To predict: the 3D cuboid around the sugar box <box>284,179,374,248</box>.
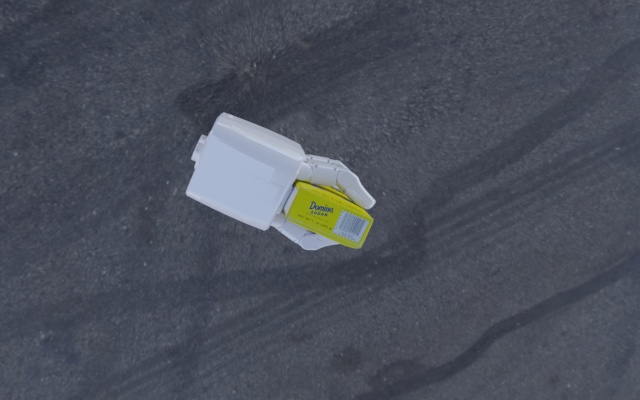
[{"bbox_3d":[0.000,0.001,0.604,0.093,0.048,0.176,24,10,-13],"label":"sugar box"}]
